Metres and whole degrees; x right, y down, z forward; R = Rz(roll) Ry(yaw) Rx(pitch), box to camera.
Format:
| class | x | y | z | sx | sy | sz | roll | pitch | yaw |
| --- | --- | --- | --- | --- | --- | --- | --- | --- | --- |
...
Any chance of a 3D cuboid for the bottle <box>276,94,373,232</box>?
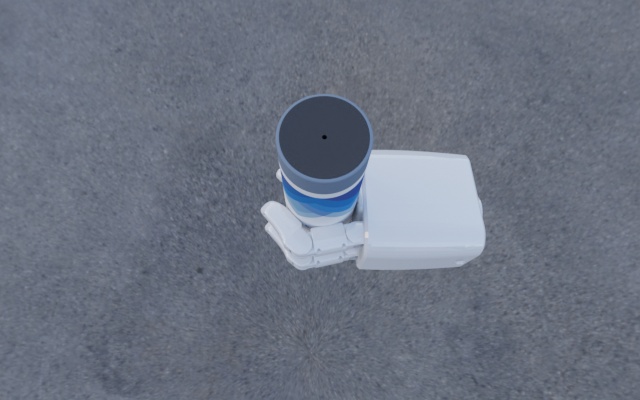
| class | x | y | z | sx | sy | sz | roll | pitch | yaw |
| --- | --- | --- | --- | --- | --- | --- | --- | --- | --- |
| bottle | 0.000 | 0.001 | 0.462 | 0.069 | 0.069 | 0.296 | 0 | -18 | -1 |
